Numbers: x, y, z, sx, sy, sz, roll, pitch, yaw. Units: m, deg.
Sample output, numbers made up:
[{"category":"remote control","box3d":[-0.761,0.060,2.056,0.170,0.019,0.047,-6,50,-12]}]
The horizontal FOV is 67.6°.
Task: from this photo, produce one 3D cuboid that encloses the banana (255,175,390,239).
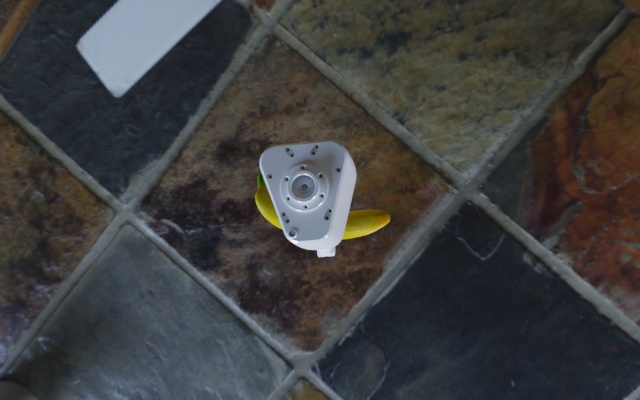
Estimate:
[{"category":"banana","box3d":[-0.010,0.018,0.638,0.198,0.069,0.037,18,-17,13]}]
